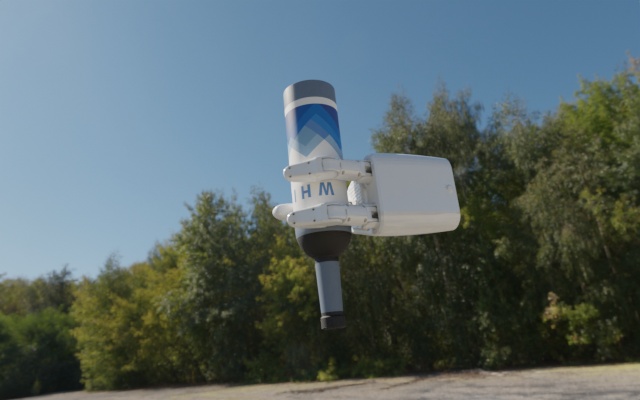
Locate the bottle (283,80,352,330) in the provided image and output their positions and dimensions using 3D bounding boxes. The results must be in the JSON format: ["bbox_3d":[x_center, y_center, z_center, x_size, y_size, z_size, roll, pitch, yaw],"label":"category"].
[{"bbox_3d":[0.000,0.002,0.571,0.069,0.295,0.069,-6,-17,-2],"label":"bottle"}]
